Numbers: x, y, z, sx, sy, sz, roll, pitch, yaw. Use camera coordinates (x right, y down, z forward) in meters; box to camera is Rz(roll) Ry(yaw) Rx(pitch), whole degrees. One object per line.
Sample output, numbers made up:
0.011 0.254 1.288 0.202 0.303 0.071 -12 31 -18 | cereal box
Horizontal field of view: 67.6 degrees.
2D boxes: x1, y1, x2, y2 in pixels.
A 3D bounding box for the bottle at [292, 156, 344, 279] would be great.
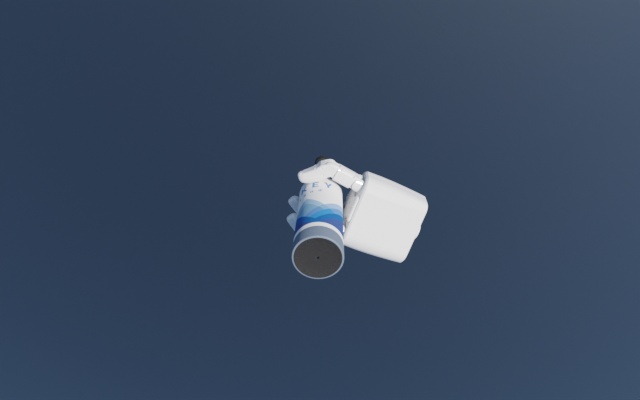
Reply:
0.000 0.002 0.728 0.069 0.069 0.295 0 29 2 | bottle
